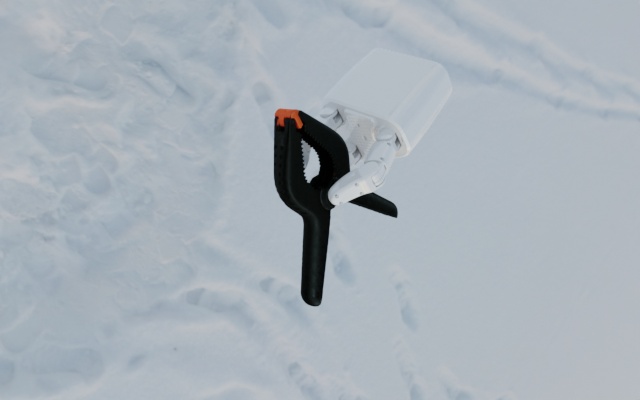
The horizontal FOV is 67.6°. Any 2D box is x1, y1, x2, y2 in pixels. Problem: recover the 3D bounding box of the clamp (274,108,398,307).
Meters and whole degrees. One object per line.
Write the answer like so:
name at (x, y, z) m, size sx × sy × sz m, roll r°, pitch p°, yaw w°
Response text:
clamp at (0.001, 0.001, 0.503) m, size 0.036 × 0.164 × 0.210 m, roll 14°, pitch -34°, yaw 45°
